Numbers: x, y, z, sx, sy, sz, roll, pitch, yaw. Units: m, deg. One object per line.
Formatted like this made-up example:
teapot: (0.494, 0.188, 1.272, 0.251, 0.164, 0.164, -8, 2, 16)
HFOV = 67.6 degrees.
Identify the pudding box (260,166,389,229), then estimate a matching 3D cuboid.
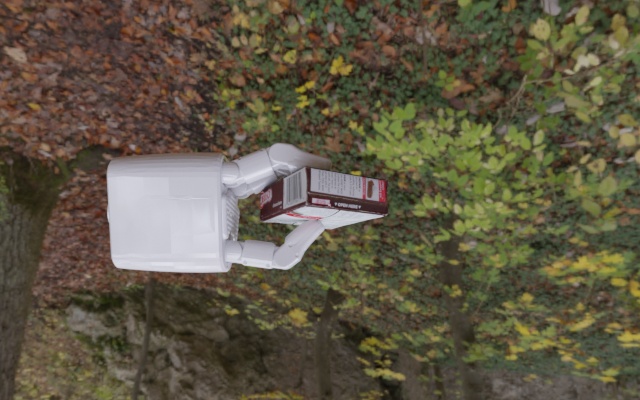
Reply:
pudding box: (0.000, 0.002, 0.477, 0.090, 0.039, 0.113, 7, -12, -27)
